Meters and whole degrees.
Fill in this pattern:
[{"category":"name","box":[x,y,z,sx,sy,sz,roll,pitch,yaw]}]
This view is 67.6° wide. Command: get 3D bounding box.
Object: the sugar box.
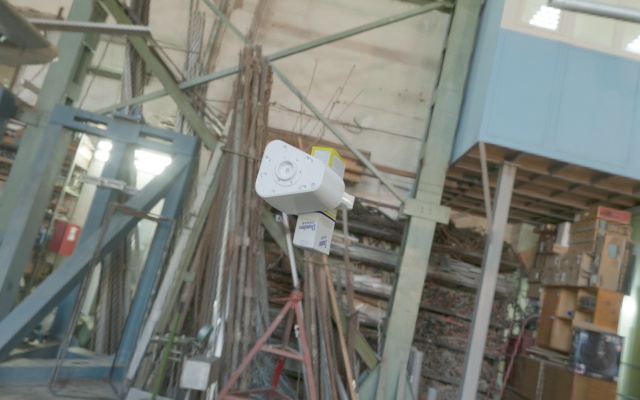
[{"category":"sugar box","box":[0.000,0.003,0.846,0.048,0.176,0.093,10,-10,20]}]
